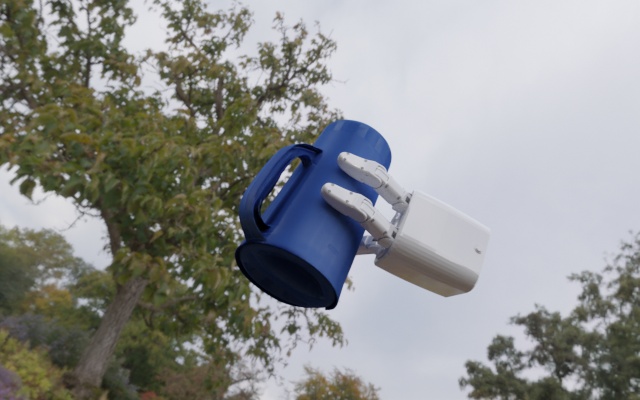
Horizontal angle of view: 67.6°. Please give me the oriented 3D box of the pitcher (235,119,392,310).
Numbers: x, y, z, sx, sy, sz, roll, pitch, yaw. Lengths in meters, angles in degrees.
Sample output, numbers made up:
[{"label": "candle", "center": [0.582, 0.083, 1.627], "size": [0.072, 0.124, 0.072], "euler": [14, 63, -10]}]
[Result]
[{"label": "pitcher", "center": [0.000, 0.002, 0.608], "size": [0.145, 0.242, 0.149], "euler": [25, -34, 5]}]
